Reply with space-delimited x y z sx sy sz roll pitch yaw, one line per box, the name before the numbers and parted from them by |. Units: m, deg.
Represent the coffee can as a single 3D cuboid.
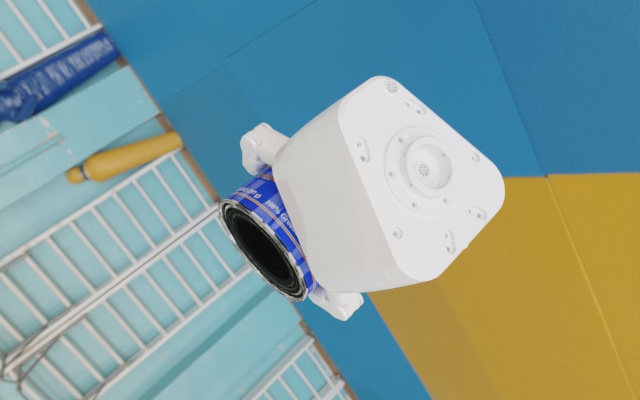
coffee can | 0.000 0.001 0.407 0.140 0.103 0.103 -40 19 -25
